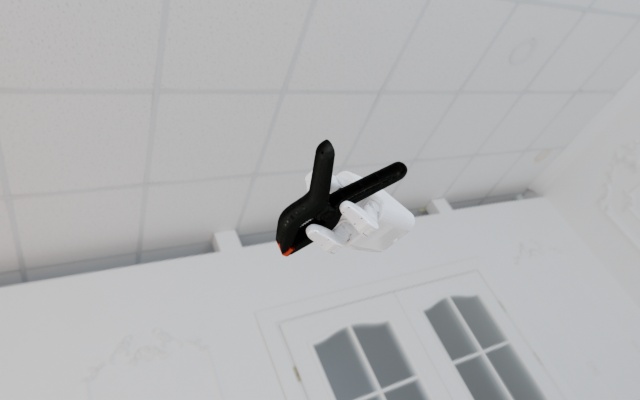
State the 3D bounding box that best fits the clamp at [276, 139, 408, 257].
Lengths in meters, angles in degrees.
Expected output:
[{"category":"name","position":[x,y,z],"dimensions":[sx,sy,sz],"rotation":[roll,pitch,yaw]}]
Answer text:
[{"category":"clamp","position":[0.000,0.002,0.642],"dimensions":[0.210,0.036,0.164],"rotation":[-42,-35,23]}]
